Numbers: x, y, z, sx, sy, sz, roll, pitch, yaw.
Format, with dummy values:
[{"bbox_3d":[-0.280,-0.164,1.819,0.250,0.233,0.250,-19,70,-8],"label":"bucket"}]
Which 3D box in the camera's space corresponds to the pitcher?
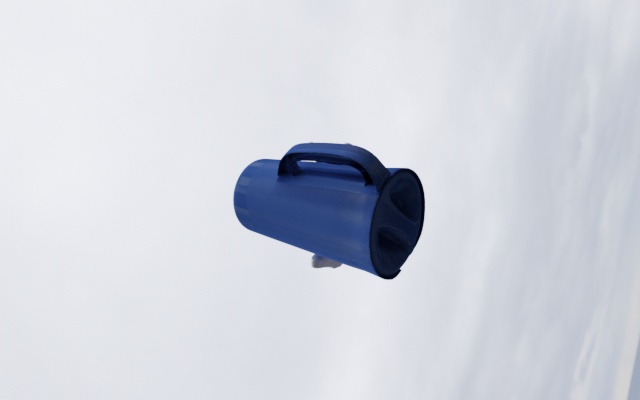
[{"bbox_3d":[0.000,0.002,0.620,0.243,0.149,0.145,11,5,36],"label":"pitcher"}]
